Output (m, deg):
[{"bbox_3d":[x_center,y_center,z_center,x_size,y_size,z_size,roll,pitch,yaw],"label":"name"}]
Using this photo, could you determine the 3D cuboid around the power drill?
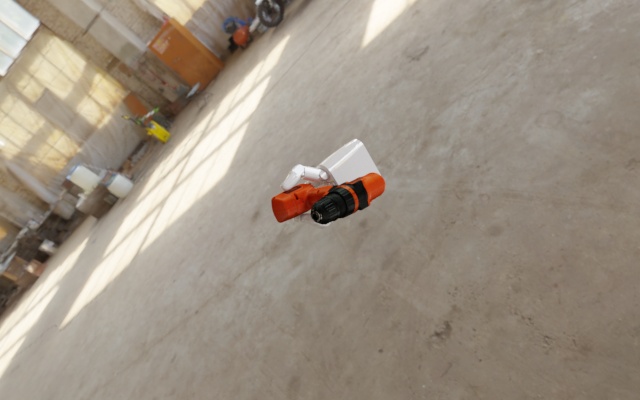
[{"bbox_3d":[0.000,0.003,0.859,0.187,0.057,0.184,-5,14,43],"label":"power drill"}]
